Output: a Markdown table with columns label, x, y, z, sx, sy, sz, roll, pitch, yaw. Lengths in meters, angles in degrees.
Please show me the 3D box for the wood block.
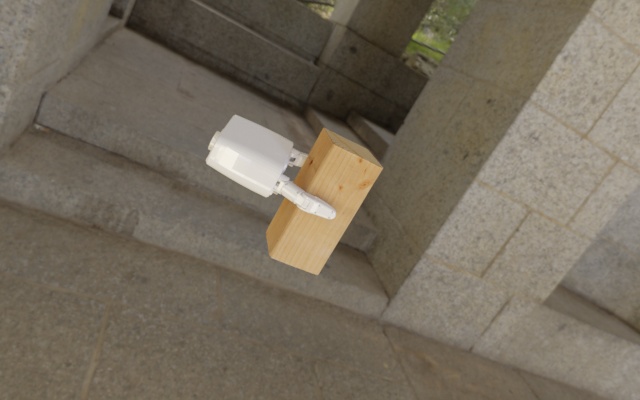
| label | x | y | z | sx | sy | sz | roll | pitch | yaw |
| --- | --- | --- | --- | --- | --- | --- | --- | --- | --- |
| wood block | 0.000 | 0.002 | 0.767 | 0.090 | 0.206 | 0.090 | 24 | 18 | -20 |
